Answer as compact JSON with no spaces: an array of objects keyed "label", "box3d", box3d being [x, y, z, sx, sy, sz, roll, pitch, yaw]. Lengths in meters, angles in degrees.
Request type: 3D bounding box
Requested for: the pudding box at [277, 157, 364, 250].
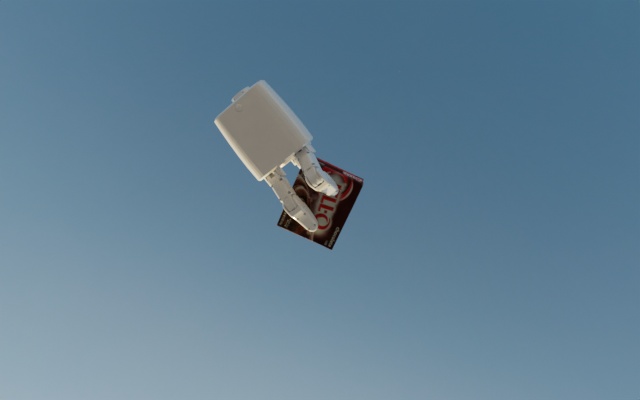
[{"label":"pudding box","box3d":[0.000,0.002,0.692,0.090,0.113,0.039,24,18,1]}]
